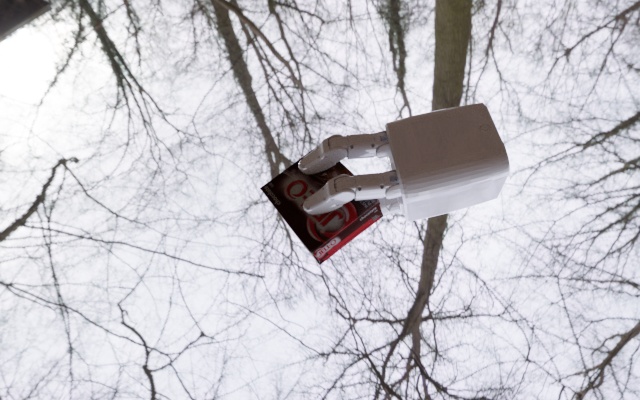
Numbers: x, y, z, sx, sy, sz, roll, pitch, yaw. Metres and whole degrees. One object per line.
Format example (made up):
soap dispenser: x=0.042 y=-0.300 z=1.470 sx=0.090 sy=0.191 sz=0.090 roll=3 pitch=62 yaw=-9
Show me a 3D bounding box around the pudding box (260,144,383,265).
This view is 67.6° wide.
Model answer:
pudding box: x=0.000 y=0.002 z=0.529 sx=0.090 sy=0.113 sz=0.039 roll=-37 pitch=-37 yaw=-8
